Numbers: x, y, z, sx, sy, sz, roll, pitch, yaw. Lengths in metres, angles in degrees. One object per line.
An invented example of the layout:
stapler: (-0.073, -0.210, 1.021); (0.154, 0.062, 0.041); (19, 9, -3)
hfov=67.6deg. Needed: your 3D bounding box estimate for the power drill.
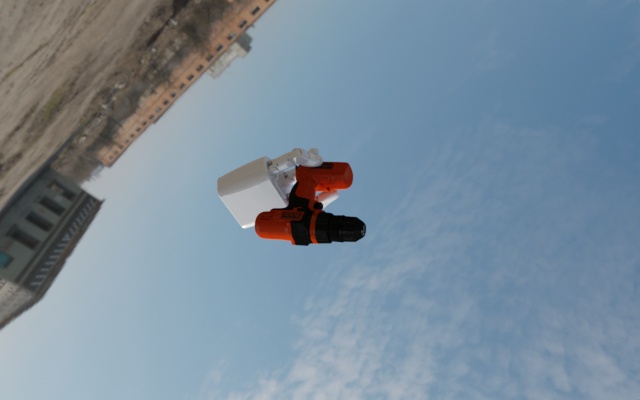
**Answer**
power drill: (0.000, 0.002, 0.814); (0.184, 0.057, 0.187); (3, 35, 17)
